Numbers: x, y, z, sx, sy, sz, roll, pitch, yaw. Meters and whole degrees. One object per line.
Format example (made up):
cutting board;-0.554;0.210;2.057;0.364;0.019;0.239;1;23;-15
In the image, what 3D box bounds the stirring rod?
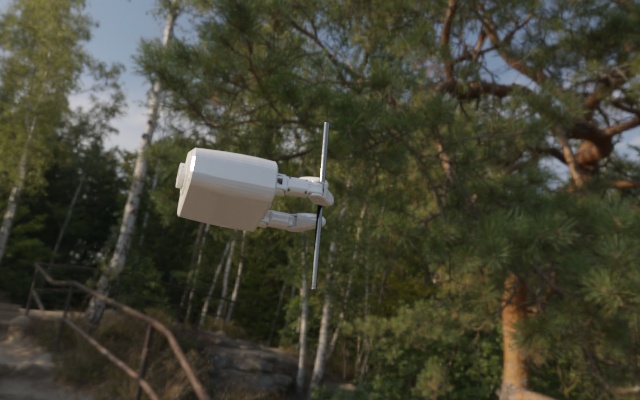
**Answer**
stirring rod;0.000;0.002;0.661;0.011;0.239;0.011;4;-17;1
